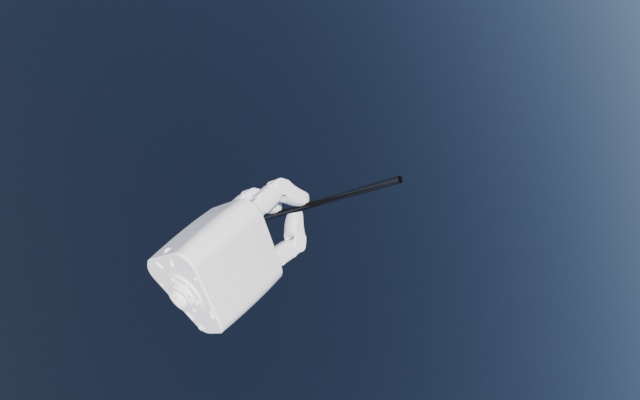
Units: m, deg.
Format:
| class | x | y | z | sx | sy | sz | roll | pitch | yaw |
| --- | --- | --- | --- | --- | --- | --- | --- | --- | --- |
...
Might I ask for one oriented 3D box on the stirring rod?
| class | x | y | z | sx | sy | sz | roll | pitch | yaw |
| --- | --- | --- | --- | --- | --- | --- | --- | --- | --- |
| stirring rod | 0.000 | 0.002 | 0.584 | 0.011 | 0.011 | 0.239 | 0 | -12 | -45 |
